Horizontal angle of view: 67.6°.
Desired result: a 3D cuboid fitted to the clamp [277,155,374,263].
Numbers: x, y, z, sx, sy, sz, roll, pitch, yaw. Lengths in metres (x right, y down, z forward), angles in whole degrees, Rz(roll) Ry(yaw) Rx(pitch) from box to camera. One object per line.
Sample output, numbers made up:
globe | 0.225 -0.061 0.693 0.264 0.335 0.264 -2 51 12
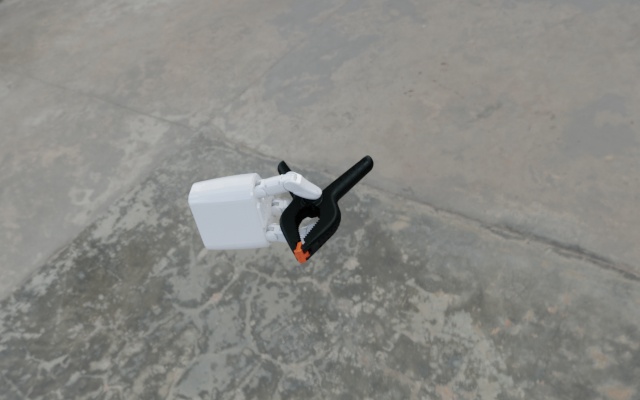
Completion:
clamp | 0.000 0.002 0.734 0.164 0.209 0.036 -8 -45 14
